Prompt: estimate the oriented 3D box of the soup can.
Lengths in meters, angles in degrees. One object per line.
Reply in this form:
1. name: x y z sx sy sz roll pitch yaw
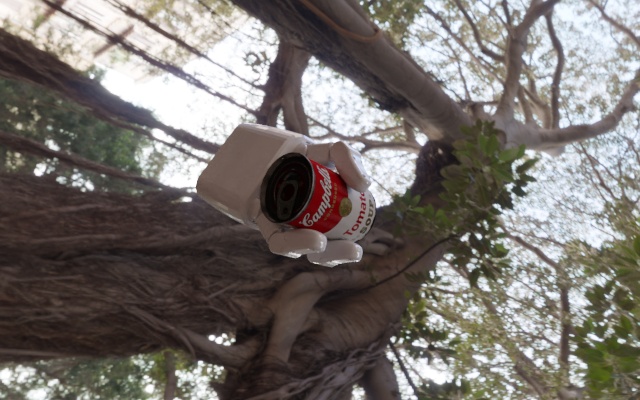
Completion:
1. soup can: 0.001 0.002 0.469 0.068 0.068 0.102 0 -15 42
